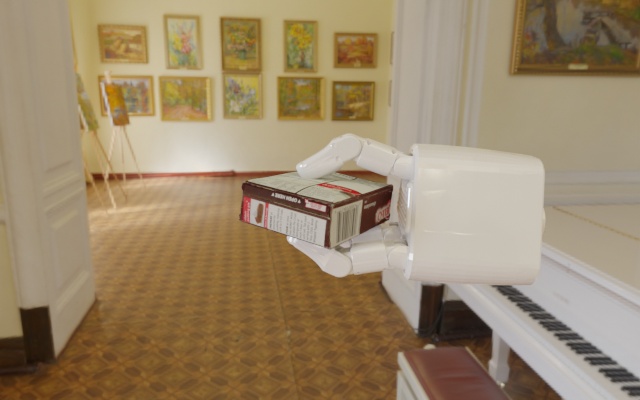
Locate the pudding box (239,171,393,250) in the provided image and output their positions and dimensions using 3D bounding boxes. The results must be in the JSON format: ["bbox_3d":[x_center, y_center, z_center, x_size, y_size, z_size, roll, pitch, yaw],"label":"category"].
[{"bbox_3d":[0.000,0.001,0.414,0.090,0.039,0.113,14,15,29],"label":"pudding box"}]
